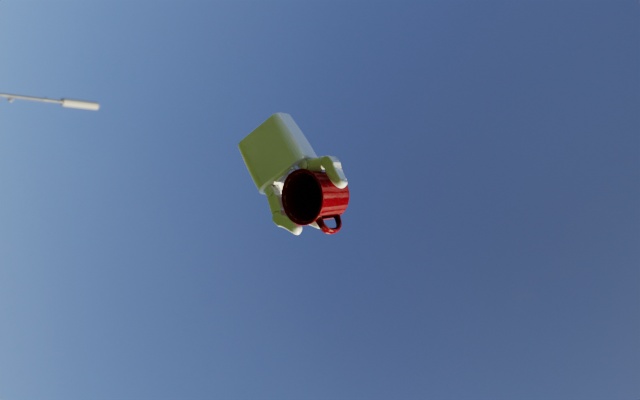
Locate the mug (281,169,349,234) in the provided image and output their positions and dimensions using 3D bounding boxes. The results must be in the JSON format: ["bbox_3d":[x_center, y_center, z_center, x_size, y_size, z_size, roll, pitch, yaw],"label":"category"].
[{"bbox_3d":[0.001,0.004,0.803,0.081,0.117,0.093,-4,-30,-50],"label":"mug"}]
